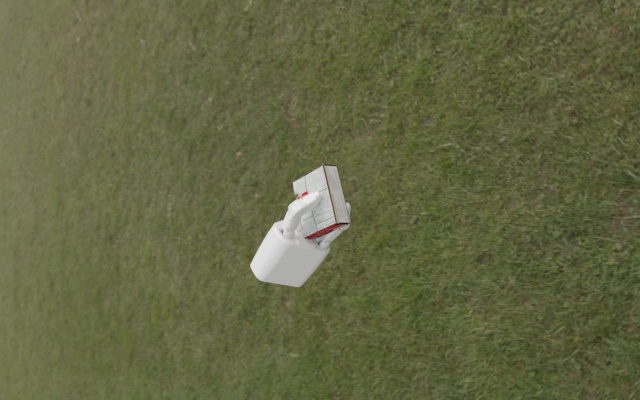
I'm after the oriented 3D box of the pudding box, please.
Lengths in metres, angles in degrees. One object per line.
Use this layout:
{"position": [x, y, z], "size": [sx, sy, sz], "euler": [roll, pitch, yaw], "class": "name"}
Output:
{"position": [0.000, 0.003, 0.845], "size": [0.039, 0.113, 0.090], "euler": [1, -20, -44], "class": "pudding box"}
